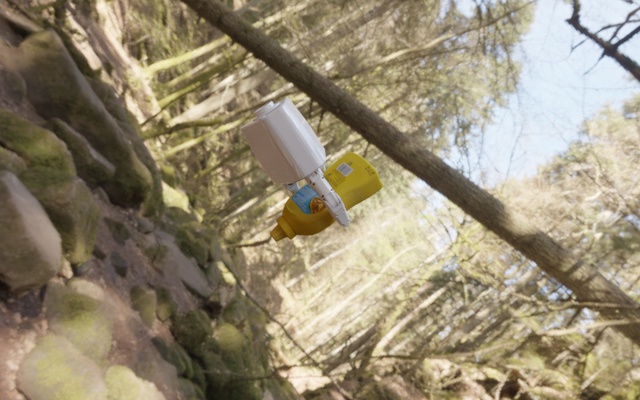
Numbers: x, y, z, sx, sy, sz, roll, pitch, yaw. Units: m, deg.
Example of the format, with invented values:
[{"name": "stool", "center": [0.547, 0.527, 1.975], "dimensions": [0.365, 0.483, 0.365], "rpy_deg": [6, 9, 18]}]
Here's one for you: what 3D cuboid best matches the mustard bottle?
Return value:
[{"name": "mustard bottle", "center": [0.000, 0.003, 0.768], "dimensions": [0.191, 0.058, 0.096], "rpy_deg": [-36, 40, -7]}]
